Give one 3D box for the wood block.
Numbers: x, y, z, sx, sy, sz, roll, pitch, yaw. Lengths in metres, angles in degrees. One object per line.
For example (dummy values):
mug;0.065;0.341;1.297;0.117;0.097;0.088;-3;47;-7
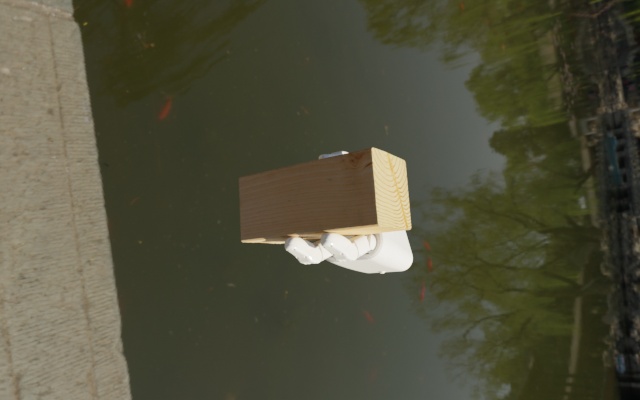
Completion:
wood block;0.000;0.002;0.615;0.206;0.091;0.090;-10;-11;34
